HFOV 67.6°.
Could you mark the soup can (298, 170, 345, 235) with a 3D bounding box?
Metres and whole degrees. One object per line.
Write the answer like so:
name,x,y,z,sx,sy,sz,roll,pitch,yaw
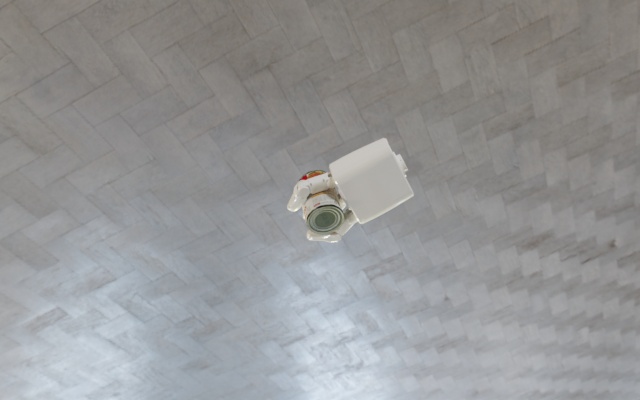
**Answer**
soup can,0.000,0.003,0.839,0.068,0.069,0.102,0,39,-14
